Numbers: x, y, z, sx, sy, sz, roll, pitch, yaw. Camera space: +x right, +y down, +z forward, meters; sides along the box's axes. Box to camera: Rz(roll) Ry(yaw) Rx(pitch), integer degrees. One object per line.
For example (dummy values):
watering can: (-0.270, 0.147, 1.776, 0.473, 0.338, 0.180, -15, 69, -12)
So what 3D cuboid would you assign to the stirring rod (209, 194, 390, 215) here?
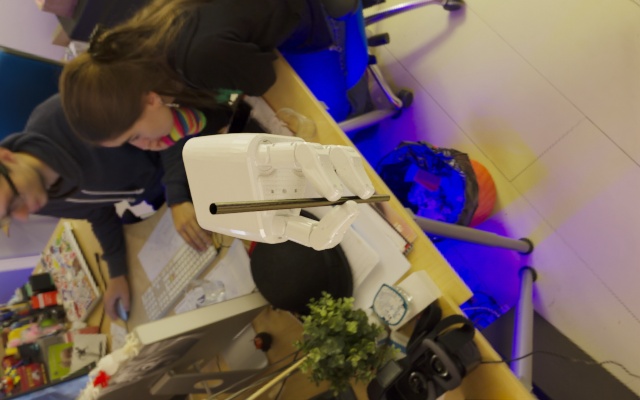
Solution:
stirring rod: (0.000, 0.001, 0.412, 0.011, 0.011, 0.239, 0, 2, 36)
